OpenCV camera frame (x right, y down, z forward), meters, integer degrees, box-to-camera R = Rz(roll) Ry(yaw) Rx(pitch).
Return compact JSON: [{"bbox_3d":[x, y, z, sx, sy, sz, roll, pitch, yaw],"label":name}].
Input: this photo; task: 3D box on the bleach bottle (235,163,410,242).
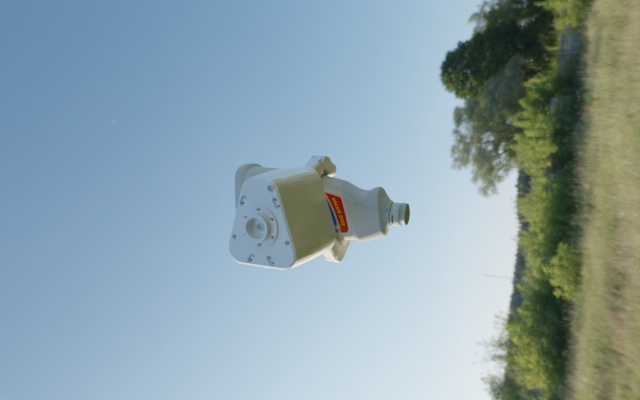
[{"bbox_3d":[0.000,0.002,0.675,0.251,0.102,0.068,4,10,25],"label":"bleach bottle"}]
